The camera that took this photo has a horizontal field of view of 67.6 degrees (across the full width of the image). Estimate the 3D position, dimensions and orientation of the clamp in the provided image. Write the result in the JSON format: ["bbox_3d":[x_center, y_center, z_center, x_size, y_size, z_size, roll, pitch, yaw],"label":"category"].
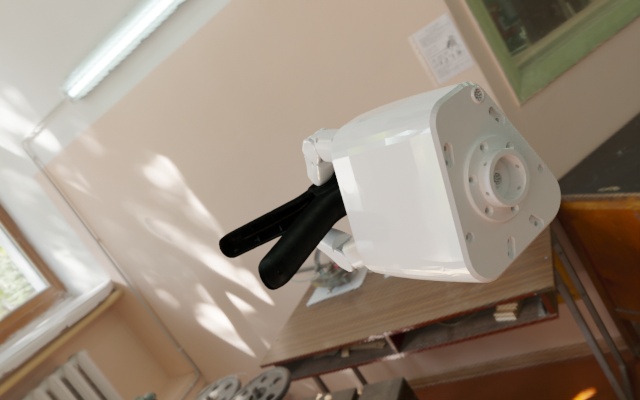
[{"bbox_3d":[0.000,0.000,0.446,0.210,0.036,0.164,-37,17,-24],"label":"clamp"}]
